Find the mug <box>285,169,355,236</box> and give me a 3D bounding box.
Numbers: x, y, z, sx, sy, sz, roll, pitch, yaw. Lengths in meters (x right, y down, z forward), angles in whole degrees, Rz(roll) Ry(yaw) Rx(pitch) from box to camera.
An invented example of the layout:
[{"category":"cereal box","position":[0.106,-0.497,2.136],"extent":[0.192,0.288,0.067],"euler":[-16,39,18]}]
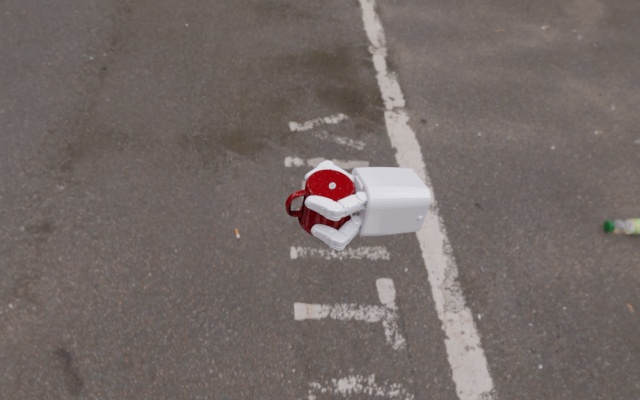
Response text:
[{"category":"mug","position":[-0.001,0.002,0.792],"extent":[0.117,0.082,0.093],"euler":[-2,45,-11]}]
